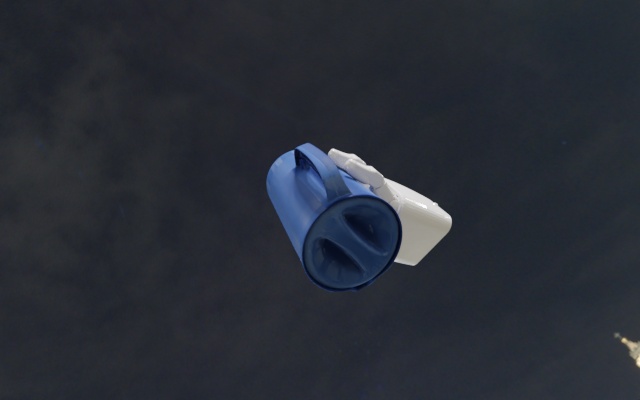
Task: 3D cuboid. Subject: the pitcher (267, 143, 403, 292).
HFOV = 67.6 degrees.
[{"bbox_3d":[0.000,0.002,0.672,0.145,0.149,0.242,20,14,-28],"label":"pitcher"}]
